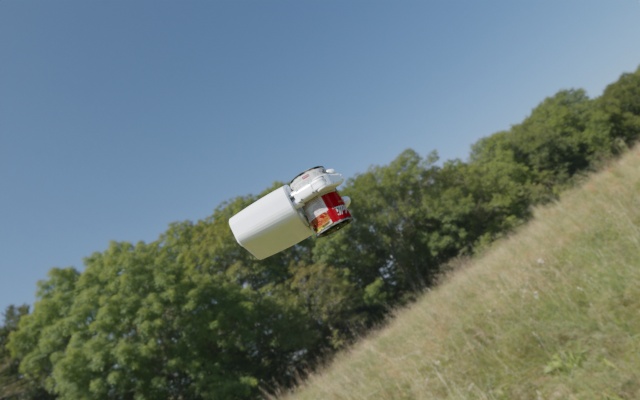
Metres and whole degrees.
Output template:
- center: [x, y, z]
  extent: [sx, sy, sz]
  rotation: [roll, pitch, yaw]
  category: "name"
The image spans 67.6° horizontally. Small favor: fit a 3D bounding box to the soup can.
- center: [0.000, 0.002, 0.792]
  extent: [0.068, 0.102, 0.068]
  rotation: [-27, -13, -7]
  category: "soup can"
